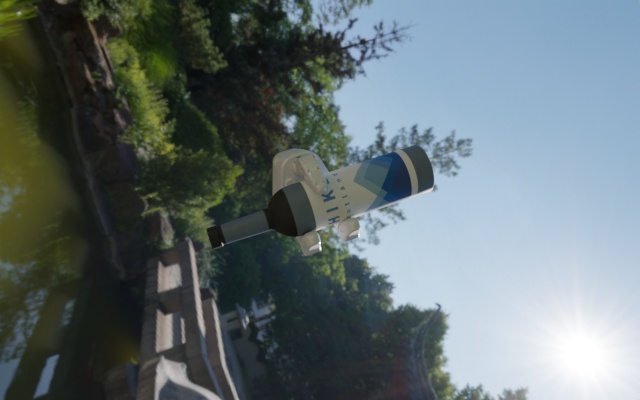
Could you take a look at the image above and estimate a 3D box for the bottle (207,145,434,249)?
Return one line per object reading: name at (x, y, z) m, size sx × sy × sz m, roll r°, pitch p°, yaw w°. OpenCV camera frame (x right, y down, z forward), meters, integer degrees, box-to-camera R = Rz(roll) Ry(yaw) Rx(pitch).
bottle at (0.000, 0.002, 0.618) m, size 0.295 × 0.069 × 0.069 m, roll -18°, pitch 3°, yaw -11°
